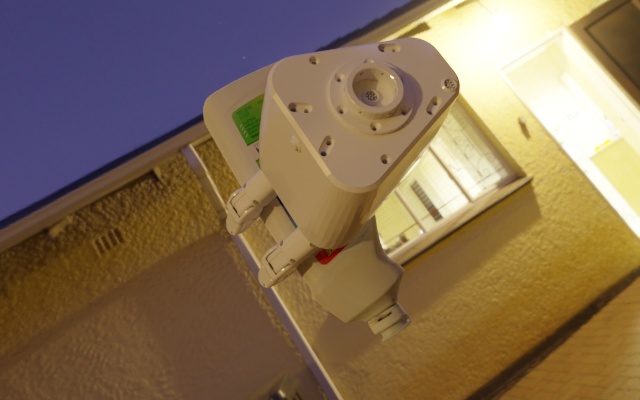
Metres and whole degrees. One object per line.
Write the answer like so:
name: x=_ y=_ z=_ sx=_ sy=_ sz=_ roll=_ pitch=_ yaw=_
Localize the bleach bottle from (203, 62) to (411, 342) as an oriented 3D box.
bleach bottle: x=0.000 y=0.001 z=0.417 sx=0.102 sy=0.250 sz=0.068 roll=-30 pitch=-14 yaw=-17
